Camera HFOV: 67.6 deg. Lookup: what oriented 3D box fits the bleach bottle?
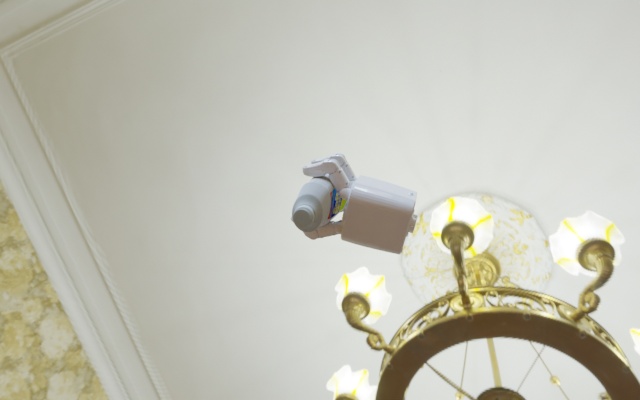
[{"bbox_3d":[0.000,0.003,0.821,0.068,0.102,0.250,16,18,9],"label":"bleach bottle"}]
